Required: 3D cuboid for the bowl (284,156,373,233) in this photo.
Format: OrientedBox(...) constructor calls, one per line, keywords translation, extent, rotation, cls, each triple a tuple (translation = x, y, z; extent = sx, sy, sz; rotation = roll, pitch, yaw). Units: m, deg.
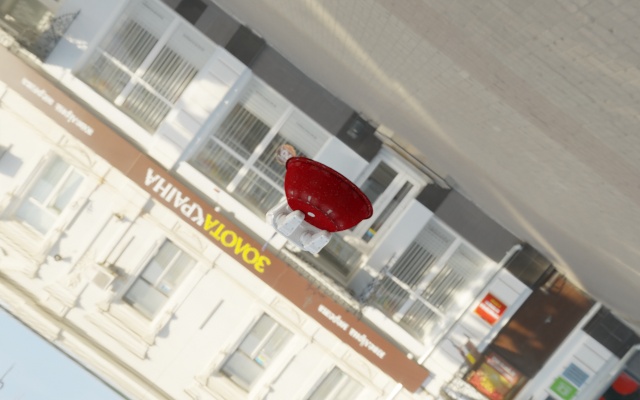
OrientedBox(translation=(0.000, 0.002, 0.748), extent=(0.162, 0.055, 0.162), rotation=(29, -20, 11), cls="bowl")
